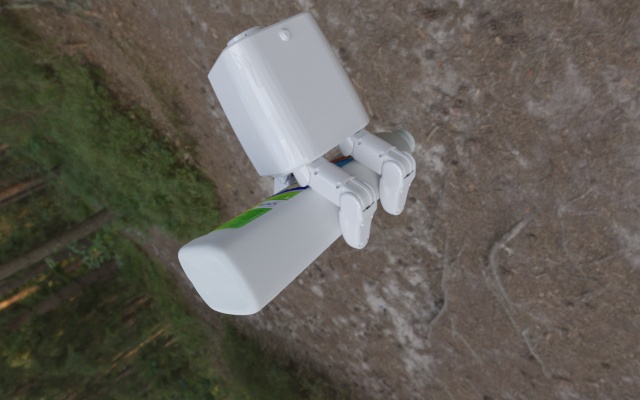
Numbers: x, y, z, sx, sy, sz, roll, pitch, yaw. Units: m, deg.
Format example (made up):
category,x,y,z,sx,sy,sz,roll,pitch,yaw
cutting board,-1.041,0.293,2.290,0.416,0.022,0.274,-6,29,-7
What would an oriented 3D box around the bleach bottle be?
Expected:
category,x,y,z,sx,sy,sz,roll,pitch,yaw
bleach bottle,0.000,0.001,0.439,0.250,0.068,0.102,-37,14,-34
